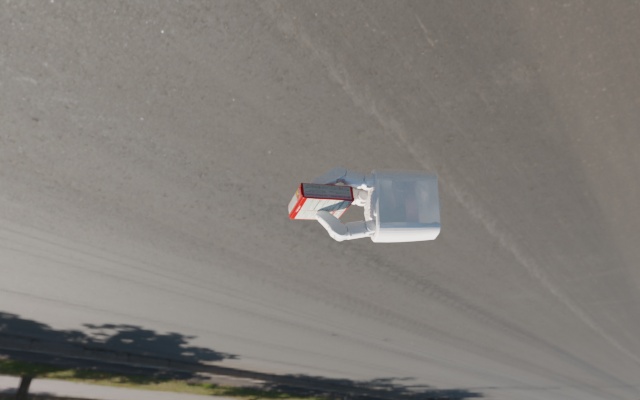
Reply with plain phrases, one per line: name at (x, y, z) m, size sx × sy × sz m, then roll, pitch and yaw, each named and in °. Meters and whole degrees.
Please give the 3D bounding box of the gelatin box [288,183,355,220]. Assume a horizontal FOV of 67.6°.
gelatin box at (0.000, 0.003, 0.771) m, size 0.089 × 0.030 × 0.073 m, roll 2°, pitch -29°, yaw -21°
